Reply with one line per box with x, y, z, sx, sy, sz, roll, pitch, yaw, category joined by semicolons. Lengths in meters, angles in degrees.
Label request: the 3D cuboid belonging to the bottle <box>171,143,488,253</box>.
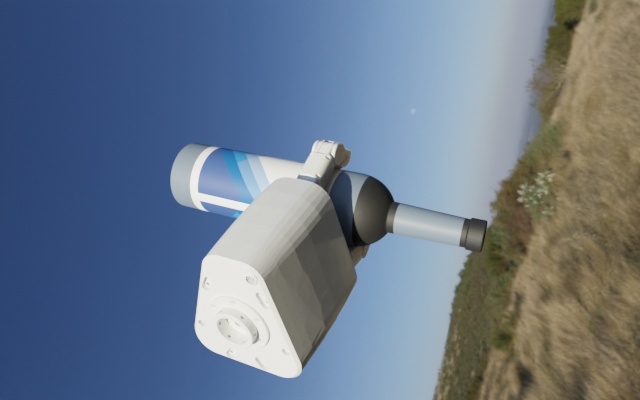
0.000;0.001;0.444;0.295;0.069;0.069;12;4;21;bottle
